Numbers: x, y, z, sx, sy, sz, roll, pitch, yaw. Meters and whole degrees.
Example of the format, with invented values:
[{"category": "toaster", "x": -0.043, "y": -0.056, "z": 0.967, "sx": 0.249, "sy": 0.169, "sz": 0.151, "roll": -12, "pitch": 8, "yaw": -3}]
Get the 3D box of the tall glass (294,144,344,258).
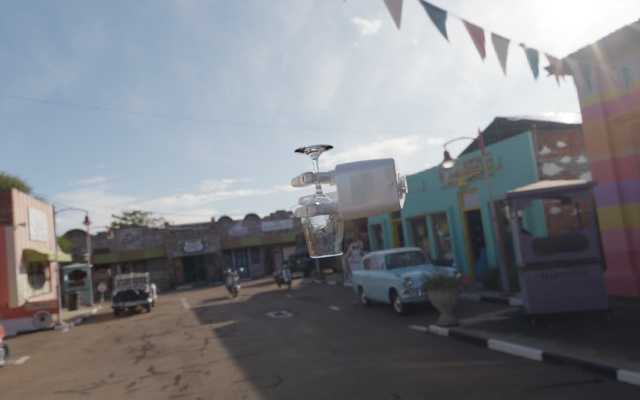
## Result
[{"category": "tall glass", "x": 0.000, "y": 0.002, "z": 0.877, "sx": 0.079, "sy": 0.201, "sz": 0.079, "roll": -7, "pitch": -5, "yaw": -1}]
